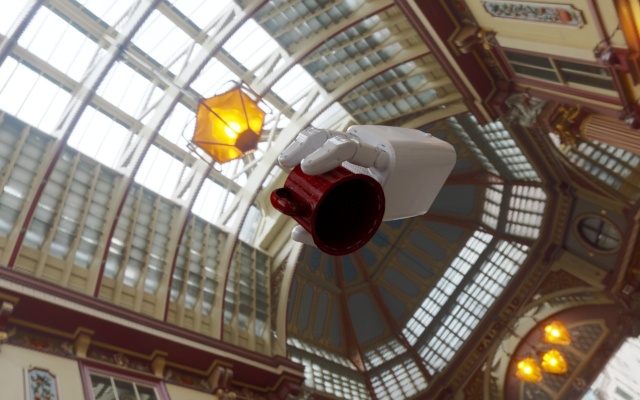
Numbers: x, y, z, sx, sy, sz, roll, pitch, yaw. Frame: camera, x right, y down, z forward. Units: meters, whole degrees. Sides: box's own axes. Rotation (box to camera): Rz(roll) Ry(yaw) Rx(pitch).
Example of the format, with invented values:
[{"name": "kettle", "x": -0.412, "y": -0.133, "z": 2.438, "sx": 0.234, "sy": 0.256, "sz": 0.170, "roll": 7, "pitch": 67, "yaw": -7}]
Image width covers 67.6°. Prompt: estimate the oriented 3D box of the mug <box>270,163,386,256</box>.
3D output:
[{"name": "mug", "x": -0.001, "y": 0.002, "z": 0.518, "sx": 0.117, "sy": 0.093, "sz": 0.081, "roll": -3, "pitch": 24, "yaw": -32}]
